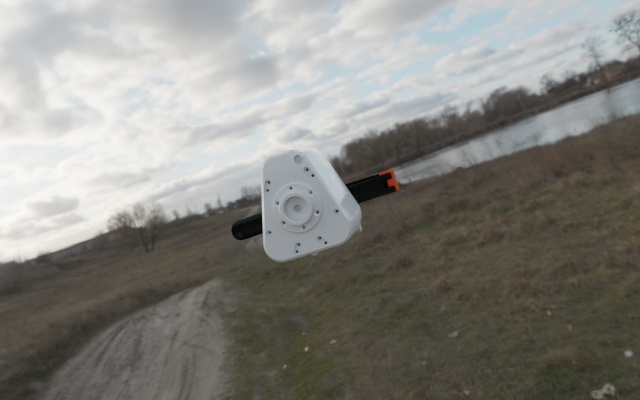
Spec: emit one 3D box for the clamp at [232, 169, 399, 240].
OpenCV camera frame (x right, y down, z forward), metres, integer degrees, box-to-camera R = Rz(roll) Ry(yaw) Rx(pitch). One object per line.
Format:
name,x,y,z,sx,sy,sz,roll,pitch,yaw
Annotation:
clamp,0.000,0.001,0.643,0.210,0.036,0.164,-18,4,9
